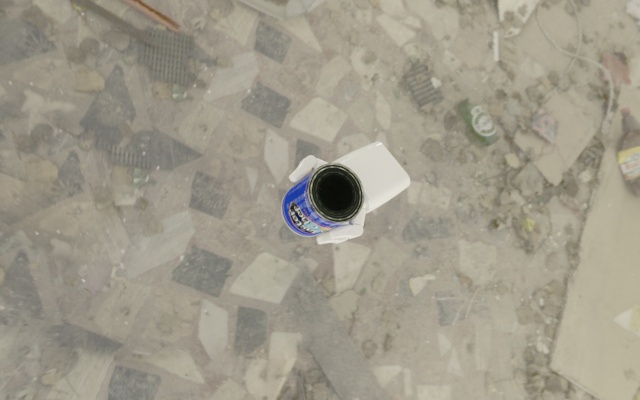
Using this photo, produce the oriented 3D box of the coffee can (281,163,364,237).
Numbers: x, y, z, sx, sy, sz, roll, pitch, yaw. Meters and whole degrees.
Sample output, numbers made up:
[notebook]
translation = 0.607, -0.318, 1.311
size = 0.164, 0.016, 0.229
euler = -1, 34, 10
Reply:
[coffee can]
translation = 0.000, 0.003, 0.841
size = 0.103, 0.102, 0.140
euler = 0, -13, -23
